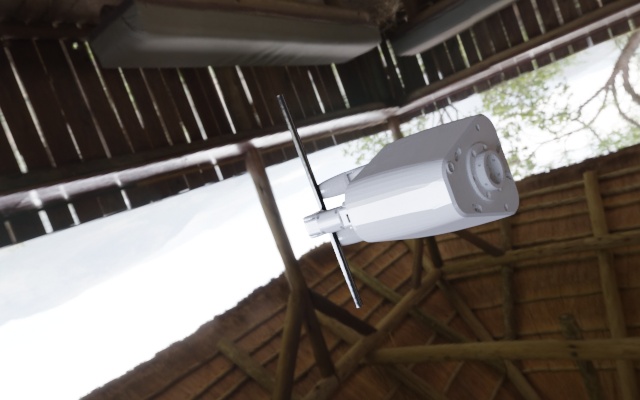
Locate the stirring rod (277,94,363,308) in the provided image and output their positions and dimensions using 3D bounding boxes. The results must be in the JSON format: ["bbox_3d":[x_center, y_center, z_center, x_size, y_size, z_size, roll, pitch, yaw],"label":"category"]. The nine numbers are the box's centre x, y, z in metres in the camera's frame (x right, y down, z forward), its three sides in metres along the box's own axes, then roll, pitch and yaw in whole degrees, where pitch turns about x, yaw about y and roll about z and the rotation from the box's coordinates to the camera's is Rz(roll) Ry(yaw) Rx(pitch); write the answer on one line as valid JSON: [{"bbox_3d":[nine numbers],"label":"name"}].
[{"bbox_3d":[0.000,0.002,0.509,0.011,0.239,0.011,-21,3,1],"label":"stirring rod"}]
